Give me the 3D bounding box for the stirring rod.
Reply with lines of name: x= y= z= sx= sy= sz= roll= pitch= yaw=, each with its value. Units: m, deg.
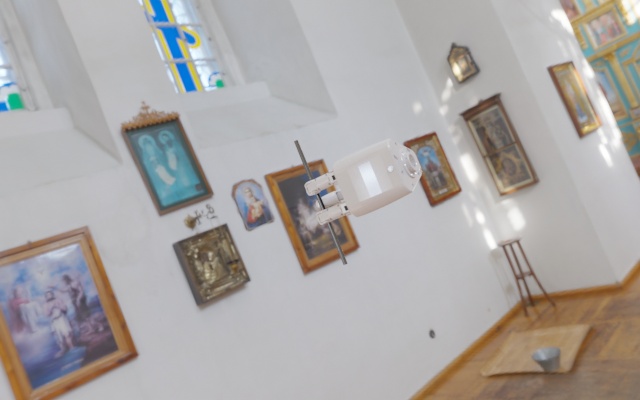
stirring rod: x=0.000 y=0.003 z=0.860 sx=0.011 sy=0.239 sz=0.011 roll=-22 pitch=-4 yaw=-2
